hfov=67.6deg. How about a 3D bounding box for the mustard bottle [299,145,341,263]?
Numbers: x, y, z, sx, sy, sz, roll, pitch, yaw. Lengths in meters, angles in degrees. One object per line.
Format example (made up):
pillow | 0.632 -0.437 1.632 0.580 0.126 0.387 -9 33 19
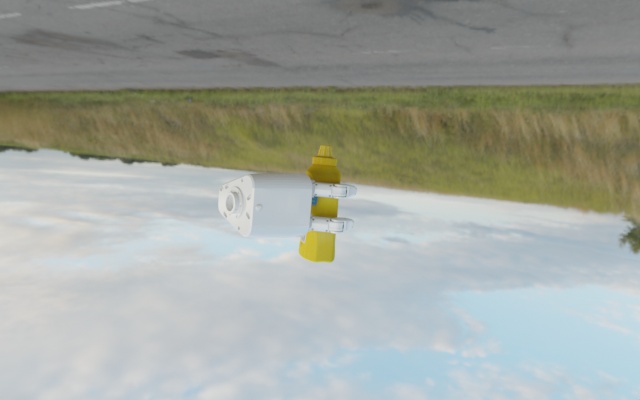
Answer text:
mustard bottle | 0.000 0.003 0.806 0.058 0.191 0.096 3 6 -14
